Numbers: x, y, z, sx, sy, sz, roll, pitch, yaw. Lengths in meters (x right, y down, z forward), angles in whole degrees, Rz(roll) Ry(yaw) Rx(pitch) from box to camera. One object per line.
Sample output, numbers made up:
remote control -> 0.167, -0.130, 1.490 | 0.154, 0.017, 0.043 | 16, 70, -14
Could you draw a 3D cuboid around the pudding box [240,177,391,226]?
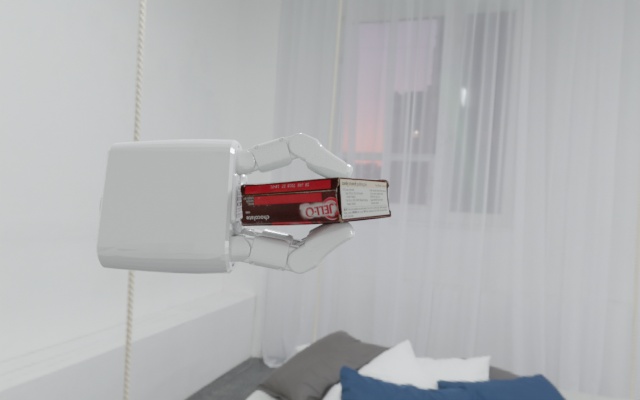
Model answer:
pudding box -> 0.000, 0.001, 0.409 | 0.090, 0.039, 0.113 | -2, 2, 28
